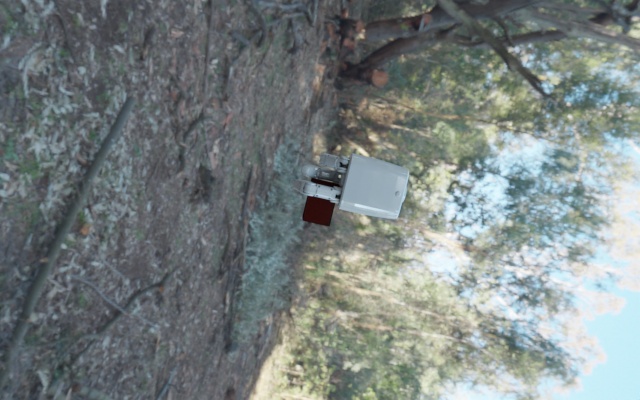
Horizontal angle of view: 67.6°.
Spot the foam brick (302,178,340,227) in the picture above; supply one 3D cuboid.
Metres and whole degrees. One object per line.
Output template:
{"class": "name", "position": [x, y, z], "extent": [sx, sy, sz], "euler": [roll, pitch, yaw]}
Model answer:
{"class": "foam brick", "position": [0.000, 0.003, 0.868], "extent": [0.051, 0.078, 0.053], "euler": [13, 6, -4]}
